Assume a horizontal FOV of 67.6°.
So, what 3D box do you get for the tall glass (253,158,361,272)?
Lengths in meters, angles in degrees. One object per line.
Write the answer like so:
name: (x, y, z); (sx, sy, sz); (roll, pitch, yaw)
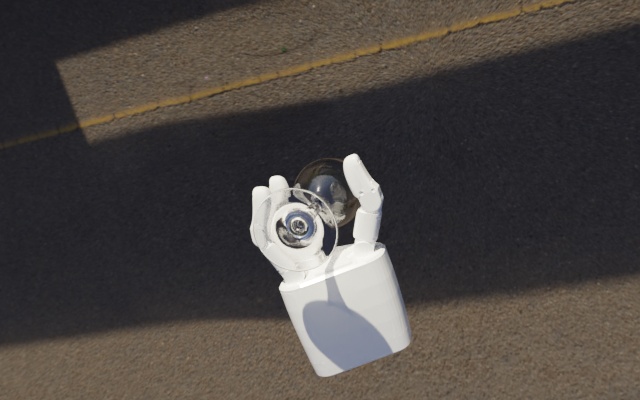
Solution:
tall glass: (0.000, 0.002, 0.494); (0.079, 0.079, 0.201); (0, 14, 13)
